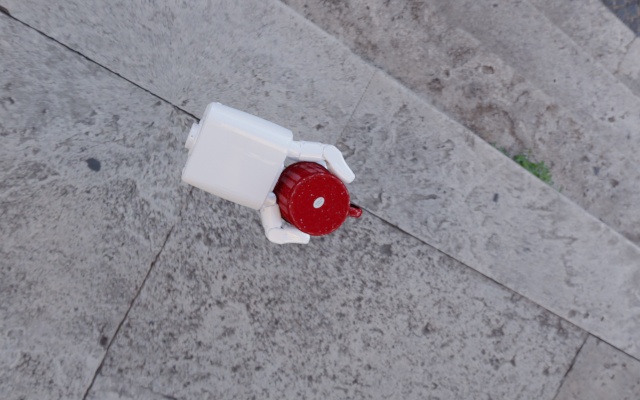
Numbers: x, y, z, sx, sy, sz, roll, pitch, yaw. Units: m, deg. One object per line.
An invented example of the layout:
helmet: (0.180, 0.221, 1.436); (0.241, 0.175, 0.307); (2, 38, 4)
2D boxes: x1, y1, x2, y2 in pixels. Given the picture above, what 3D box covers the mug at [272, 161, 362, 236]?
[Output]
mug: (0.001, 0.003, 0.626); (0.117, 0.093, 0.081); (18, 5, -18)
